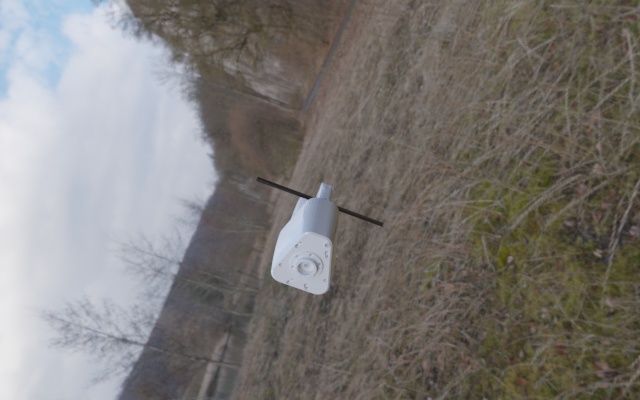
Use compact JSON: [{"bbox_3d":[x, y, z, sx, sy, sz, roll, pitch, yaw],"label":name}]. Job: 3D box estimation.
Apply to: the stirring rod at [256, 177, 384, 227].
[{"bbox_3d":[0.000,0.003,0.854,0.239,0.011,0.011,20,-2,-5],"label":"stirring rod"}]
